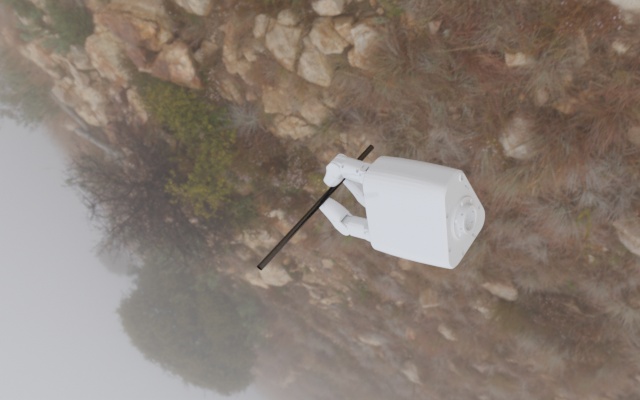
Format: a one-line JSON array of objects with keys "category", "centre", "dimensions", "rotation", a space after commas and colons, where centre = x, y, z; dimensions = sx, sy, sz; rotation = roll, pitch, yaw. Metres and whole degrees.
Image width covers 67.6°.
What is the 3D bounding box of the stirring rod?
[{"category": "stirring rod", "centre": [0.000, 0.002, 0.620], "dimensions": [0.011, 0.011, 0.239], "rotation": [0, 40, 52]}]
